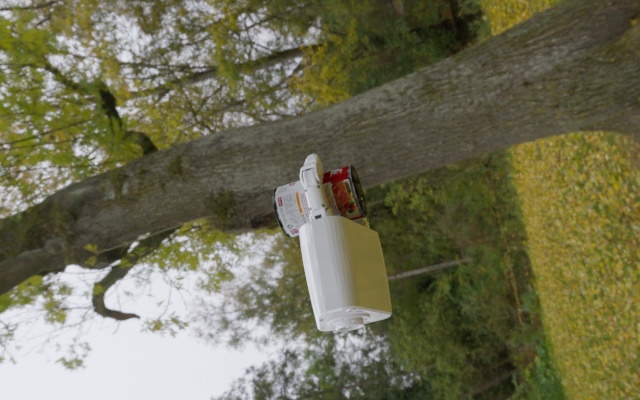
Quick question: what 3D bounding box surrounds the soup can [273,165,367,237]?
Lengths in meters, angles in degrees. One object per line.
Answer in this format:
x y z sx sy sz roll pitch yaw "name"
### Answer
0.000 0.002 0.597 0.102 0.068 0.068 -16 -4 13 "soup can"
